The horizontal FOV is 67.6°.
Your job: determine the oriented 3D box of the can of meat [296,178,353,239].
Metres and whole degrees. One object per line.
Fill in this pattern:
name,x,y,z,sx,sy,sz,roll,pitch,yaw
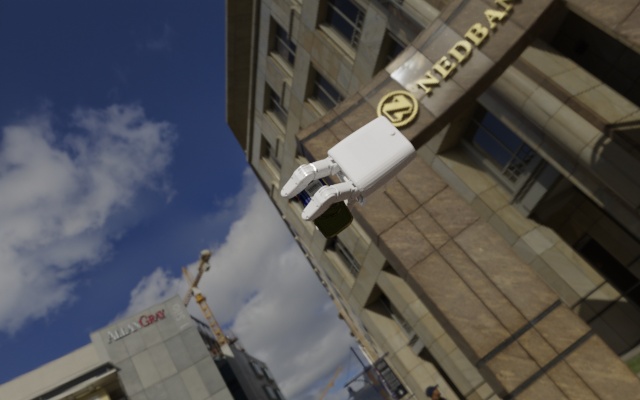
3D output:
can of meat,0.000,0.002,0.770,0.057,0.084,0.102,-37,-28,-1
